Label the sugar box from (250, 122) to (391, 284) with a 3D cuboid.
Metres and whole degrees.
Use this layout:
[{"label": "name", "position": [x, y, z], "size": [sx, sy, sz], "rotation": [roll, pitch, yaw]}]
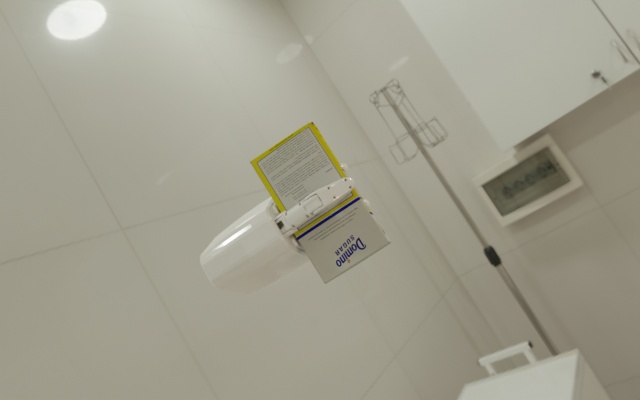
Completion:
[{"label": "sugar box", "position": [0.000, 0.002, 0.585], "size": [0.093, 0.176, 0.048], "rotation": [-33, -7, 8]}]
